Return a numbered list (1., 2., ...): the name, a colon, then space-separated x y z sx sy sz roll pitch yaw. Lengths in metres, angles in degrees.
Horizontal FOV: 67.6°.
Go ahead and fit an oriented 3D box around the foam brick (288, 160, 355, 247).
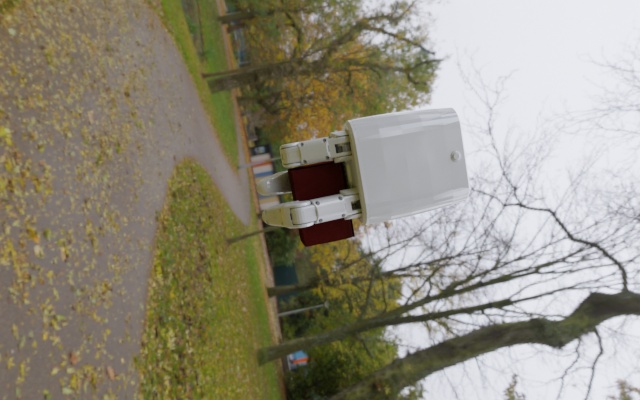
1. foam brick: 0.000 0.002 0.479 0.051 0.078 0.053 -11 7 -7
